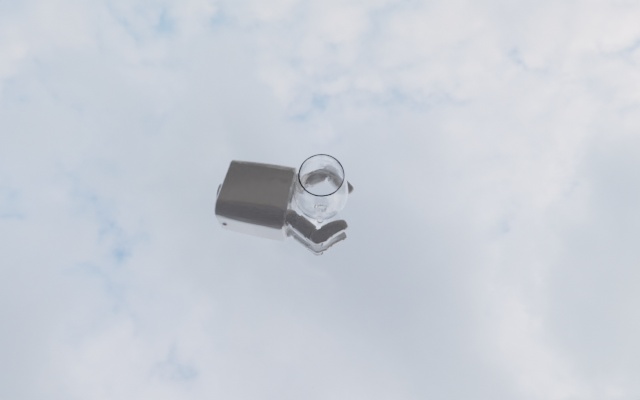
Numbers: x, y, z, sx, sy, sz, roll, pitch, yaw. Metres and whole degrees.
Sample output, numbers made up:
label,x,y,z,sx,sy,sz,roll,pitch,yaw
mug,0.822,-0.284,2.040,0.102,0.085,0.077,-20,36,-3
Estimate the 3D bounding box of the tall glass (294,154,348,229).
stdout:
label,x,y,z,sx,sy,sz,roll,pitch,yaw
tall glass,0.000,0.003,0.719,0.079,0.079,0.201,0,-21,-1
